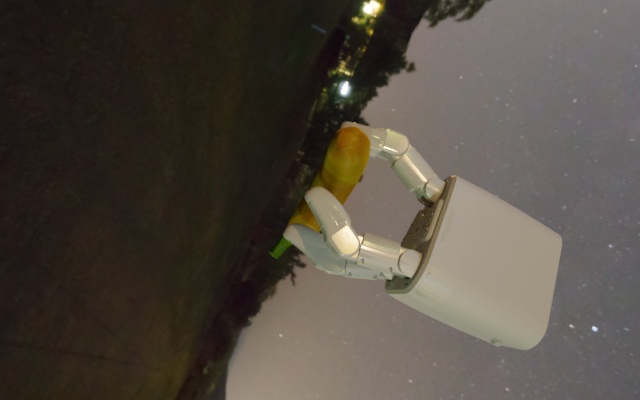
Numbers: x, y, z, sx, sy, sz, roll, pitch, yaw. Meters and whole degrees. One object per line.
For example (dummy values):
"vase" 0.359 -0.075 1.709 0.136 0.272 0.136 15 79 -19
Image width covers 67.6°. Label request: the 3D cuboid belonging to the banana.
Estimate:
"banana" 0.007 -0.009 0.420 0.037 0.069 0.198 33 -38 1
